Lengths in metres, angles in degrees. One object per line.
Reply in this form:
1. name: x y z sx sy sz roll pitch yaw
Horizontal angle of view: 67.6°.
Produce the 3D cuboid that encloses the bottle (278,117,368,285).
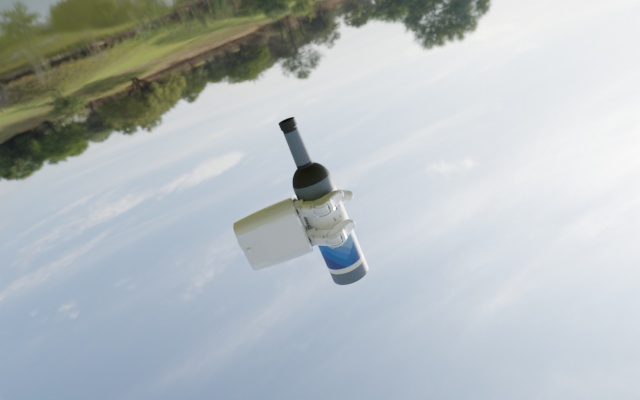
1. bottle: 0.000 0.003 0.791 0.069 0.296 0.069 -20 21 8
